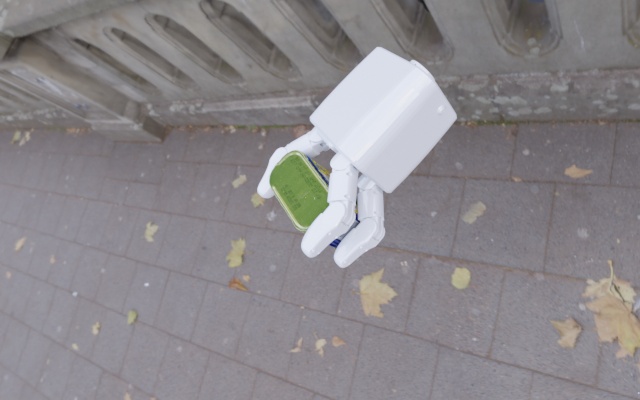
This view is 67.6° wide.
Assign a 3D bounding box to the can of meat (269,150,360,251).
[{"bbox_3d":[0.000,0.002,0.513,0.084,0.057,0.102,32,17,-52],"label":"can of meat"}]
